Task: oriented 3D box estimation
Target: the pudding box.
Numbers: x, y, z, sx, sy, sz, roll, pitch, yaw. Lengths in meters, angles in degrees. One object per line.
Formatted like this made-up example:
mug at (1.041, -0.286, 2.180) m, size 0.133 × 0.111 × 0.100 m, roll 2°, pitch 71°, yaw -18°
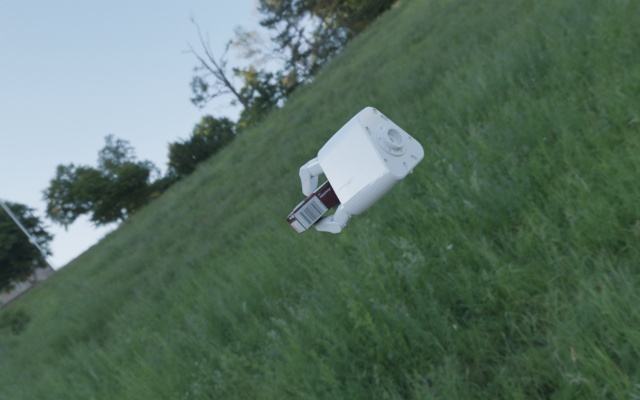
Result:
pudding box at (0.000, 0.002, 0.778) m, size 0.113 × 0.039 × 0.090 m, roll -40°, pitch 0°, yaw -13°
